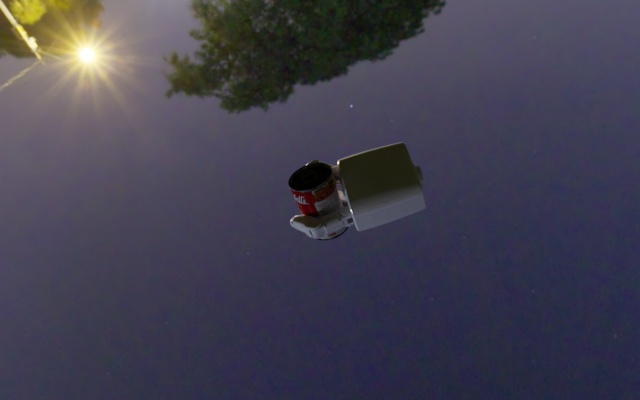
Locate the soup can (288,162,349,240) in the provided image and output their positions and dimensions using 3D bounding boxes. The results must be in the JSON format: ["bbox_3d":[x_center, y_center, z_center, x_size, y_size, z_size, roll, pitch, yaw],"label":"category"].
[{"bbox_3d":[0.000,0.003,0.729,0.068,0.102,0.068,-15,36,11],"label":"soup can"}]
